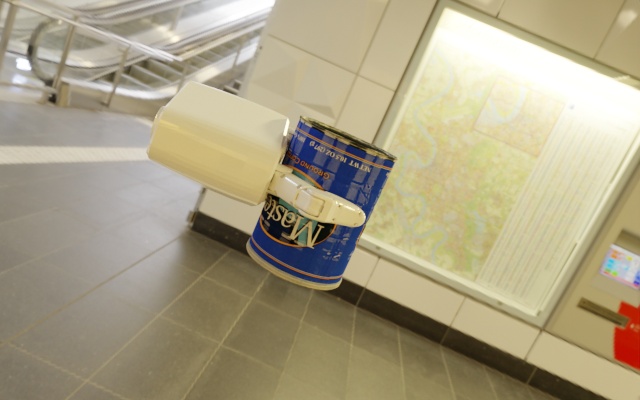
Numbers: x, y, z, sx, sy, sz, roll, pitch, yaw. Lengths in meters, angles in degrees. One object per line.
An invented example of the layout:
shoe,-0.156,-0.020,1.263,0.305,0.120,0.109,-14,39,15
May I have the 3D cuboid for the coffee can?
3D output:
coffee can,0.000,0.002,0.471,0.103,0.140,0.102,23,12,-5
